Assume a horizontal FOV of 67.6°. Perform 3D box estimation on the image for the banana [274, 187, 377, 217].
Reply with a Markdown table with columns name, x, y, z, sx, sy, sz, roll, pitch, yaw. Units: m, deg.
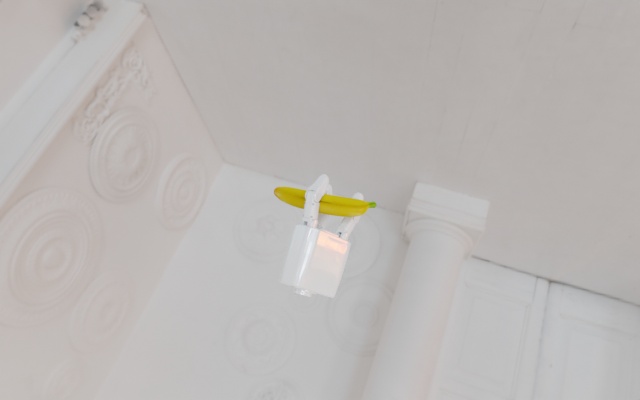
| name | x | y | z | sx | sy | sz | roll | pitch | yaw |
| --- | --- | --- | --- | --- | --- | --- | --- | --- | --- |
| banana | 0.000 | 0.004 | 0.875 | 0.198 | 0.037 | 0.069 | 10 | 3 | 11 |
